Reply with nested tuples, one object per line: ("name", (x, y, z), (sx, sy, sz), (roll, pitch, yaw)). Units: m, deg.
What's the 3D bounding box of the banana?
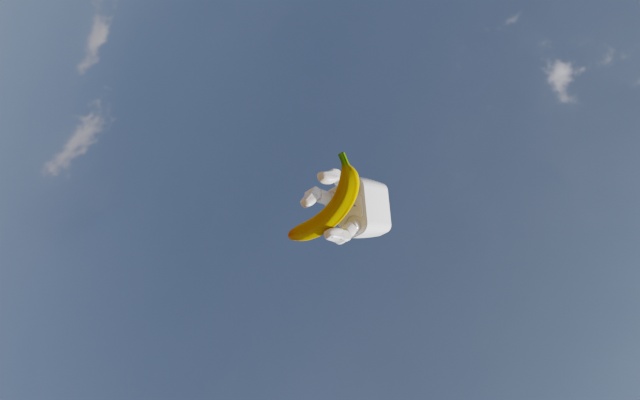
("banana", (0.014, 0.012, 0.846), (0.069, 0.198, 0.037), (44, 25, 24))
